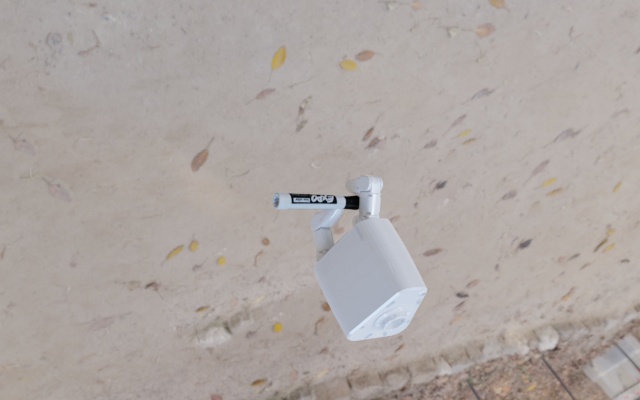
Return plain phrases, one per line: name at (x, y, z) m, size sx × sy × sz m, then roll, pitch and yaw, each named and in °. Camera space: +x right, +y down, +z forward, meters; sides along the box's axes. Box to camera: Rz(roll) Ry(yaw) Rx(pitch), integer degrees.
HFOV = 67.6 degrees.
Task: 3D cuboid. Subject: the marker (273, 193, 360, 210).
marker at (0.000, 0.002, 0.578) m, size 0.121 × 0.020 × 0.020 m, roll 2°, pitch -1°, yaw -32°
